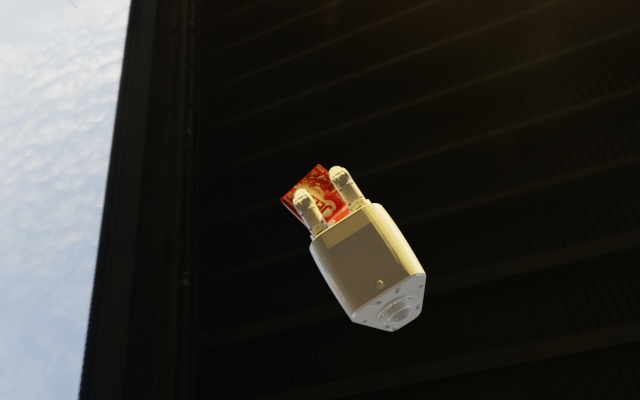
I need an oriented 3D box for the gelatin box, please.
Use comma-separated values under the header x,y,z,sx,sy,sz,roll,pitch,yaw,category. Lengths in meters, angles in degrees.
x,y,z,sx,sy,sz,roll,pitch,yaw,category
0.000,0.002,0.637,0.089,0.073,0.030,42,-8,42,gelatin box
